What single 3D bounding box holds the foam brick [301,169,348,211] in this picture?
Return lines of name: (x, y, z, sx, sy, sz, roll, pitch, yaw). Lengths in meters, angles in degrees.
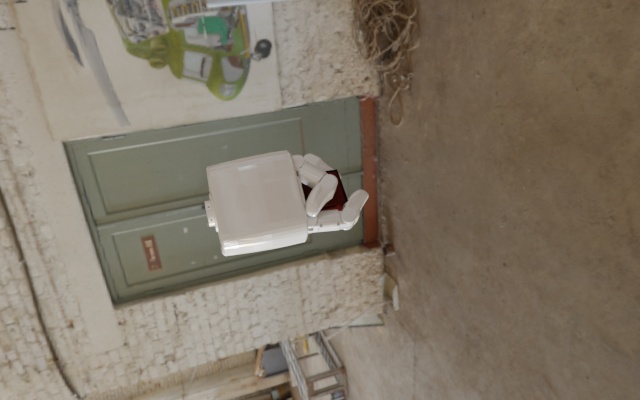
foam brick: (0.000, 0.002, 0.650, 0.051, 0.053, 0.078, -10, -29, -14)
